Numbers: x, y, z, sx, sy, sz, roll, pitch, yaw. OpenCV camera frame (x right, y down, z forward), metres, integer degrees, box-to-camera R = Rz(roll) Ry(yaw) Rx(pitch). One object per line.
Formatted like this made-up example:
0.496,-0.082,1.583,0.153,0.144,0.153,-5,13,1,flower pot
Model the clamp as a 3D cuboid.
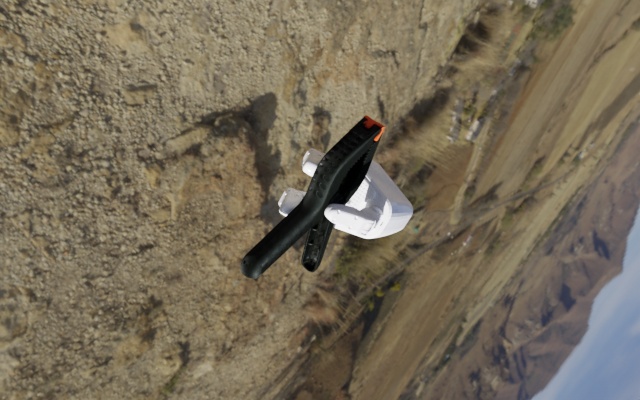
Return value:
0.001,0.002,0.525,0.036,0.210,0.164,35,15,21,clamp
